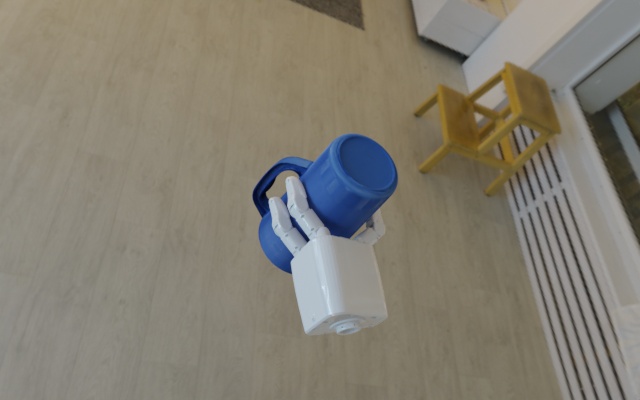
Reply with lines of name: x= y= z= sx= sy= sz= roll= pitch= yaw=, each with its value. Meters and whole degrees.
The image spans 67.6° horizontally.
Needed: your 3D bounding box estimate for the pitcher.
pitcher: x=0.000 y=0.003 z=0.724 sx=0.149 sy=0.145 sz=0.243 roll=6 pitch=-33 yaw=-28
